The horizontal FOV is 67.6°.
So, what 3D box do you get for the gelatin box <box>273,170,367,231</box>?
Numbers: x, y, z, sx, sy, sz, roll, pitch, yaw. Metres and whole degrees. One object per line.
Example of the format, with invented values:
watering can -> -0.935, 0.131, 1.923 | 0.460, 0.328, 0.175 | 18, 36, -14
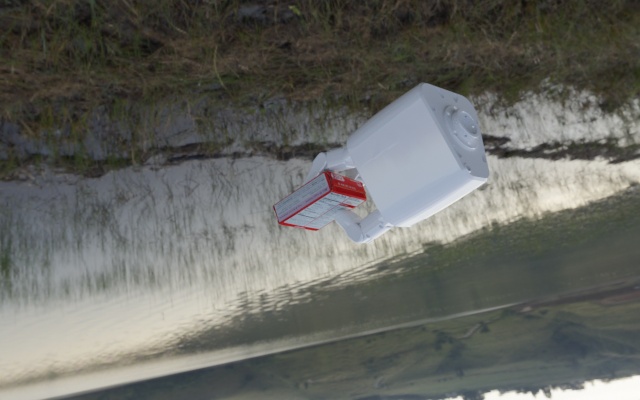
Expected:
gelatin box -> 0.000, 0.002, 0.575 | 0.089, 0.030, 0.073 | -33, -27, 29
